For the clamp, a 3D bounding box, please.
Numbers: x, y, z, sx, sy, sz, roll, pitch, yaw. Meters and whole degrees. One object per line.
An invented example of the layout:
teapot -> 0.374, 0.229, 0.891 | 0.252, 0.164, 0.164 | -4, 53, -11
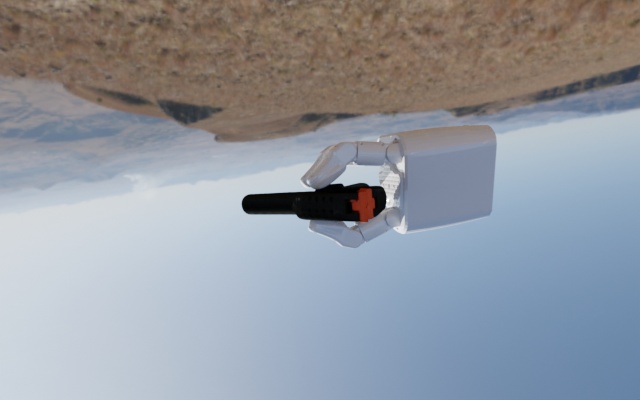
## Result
clamp -> 0.000, 0.002, 0.507 | 0.164, 0.036, 0.210 | -7, 4, -10
